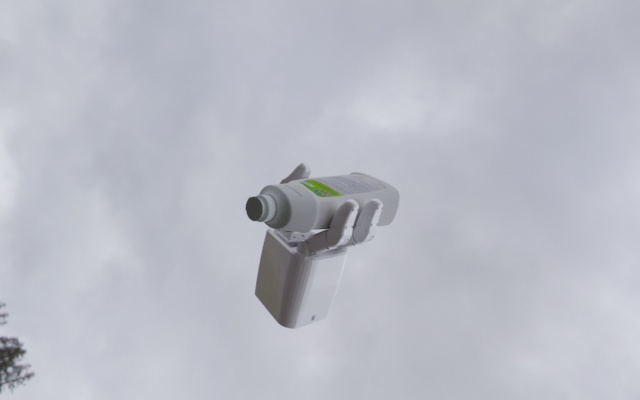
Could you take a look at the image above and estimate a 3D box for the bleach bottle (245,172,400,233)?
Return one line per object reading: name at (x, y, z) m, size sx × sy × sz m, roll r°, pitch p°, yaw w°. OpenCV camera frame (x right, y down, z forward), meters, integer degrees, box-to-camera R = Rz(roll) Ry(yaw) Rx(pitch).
bleach bottle at (0.000, 0.002, 0.629) m, size 0.102 × 0.068 × 0.251 m, roll 24°, pitch 17°, yaw 37°
